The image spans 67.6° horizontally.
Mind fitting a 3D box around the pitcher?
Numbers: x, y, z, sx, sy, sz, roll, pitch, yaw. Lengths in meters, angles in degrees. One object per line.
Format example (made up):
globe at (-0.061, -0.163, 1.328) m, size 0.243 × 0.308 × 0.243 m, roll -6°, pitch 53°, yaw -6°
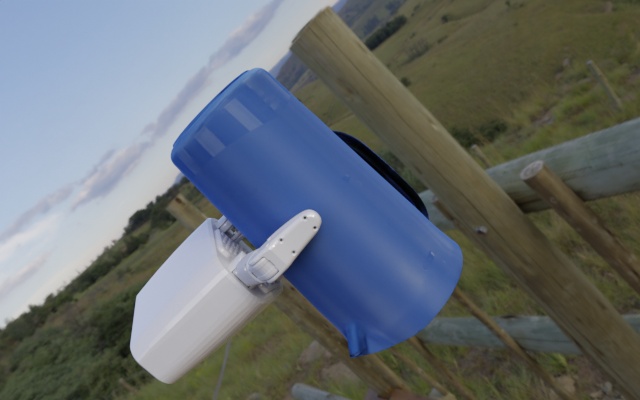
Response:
pitcher at (0.000, 0.002, 0.421) m, size 0.243 × 0.145 × 0.149 m, roll 45°, pitch 4°, yaw -12°
